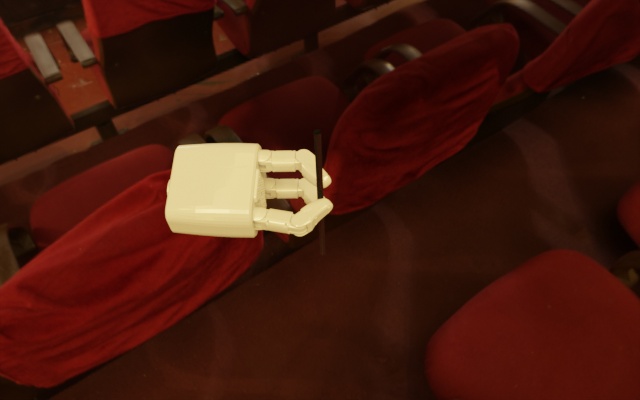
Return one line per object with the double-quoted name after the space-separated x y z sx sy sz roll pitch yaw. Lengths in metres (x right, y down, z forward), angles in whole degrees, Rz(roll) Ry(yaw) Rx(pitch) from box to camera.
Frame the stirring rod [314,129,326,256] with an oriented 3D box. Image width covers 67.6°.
0.000 0.002 0.598 0.011 0.011 0.240 0 -38 2 "stirring rod"
